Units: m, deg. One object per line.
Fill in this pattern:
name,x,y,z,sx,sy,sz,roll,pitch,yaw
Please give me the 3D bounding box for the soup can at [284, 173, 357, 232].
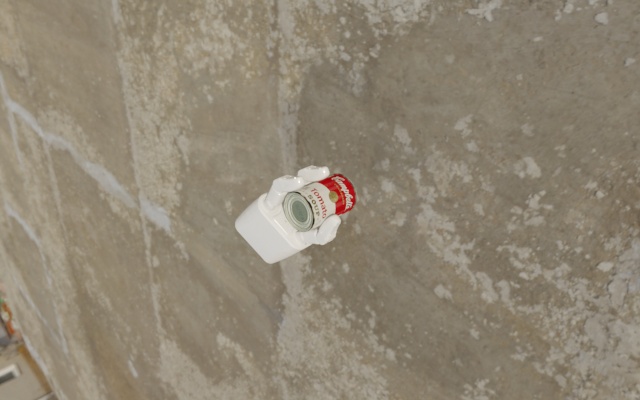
soup can,0.000,0.003,0.763,0.102,0.068,0.068,-24,16,-40
